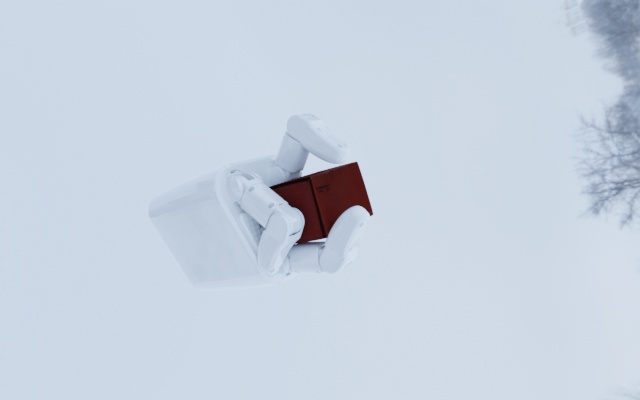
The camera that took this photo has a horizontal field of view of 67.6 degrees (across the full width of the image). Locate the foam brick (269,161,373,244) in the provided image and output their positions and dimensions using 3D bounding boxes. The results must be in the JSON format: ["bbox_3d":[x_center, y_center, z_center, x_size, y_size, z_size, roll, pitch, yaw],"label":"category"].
[{"bbox_3d":[0.000,0.001,0.414,0.051,0.053,0.078,-13,4,37],"label":"foam brick"}]
